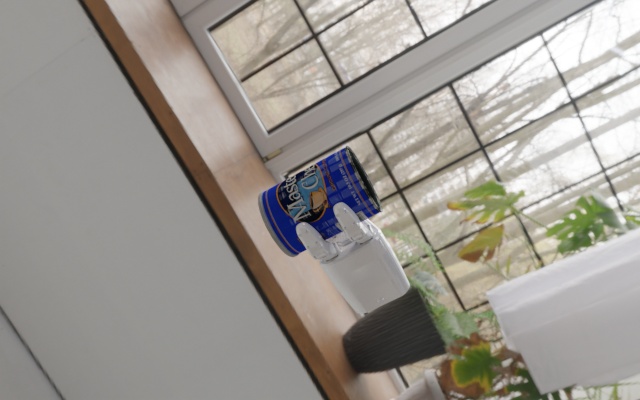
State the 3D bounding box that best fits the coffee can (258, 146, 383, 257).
[{"bbox_3d":[0.000,0.002,0.659,0.140,0.103,0.103,-28,-6,12],"label":"coffee can"}]
